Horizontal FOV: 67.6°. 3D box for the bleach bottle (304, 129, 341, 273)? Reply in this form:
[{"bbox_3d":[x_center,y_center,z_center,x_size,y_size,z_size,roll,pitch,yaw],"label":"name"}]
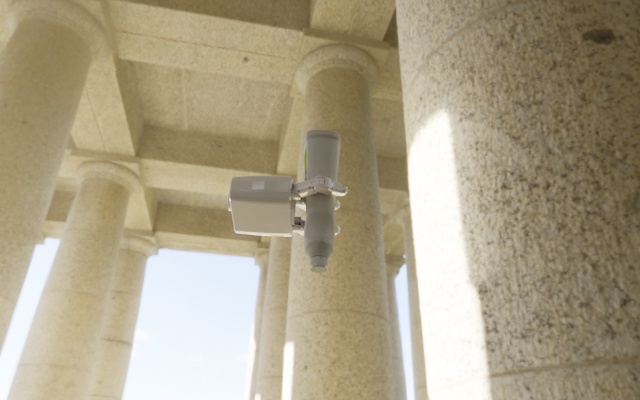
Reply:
[{"bbox_3d":[0.000,0.003,0.846,0.068,0.250,0.103,2,-30,0],"label":"bleach bottle"}]
